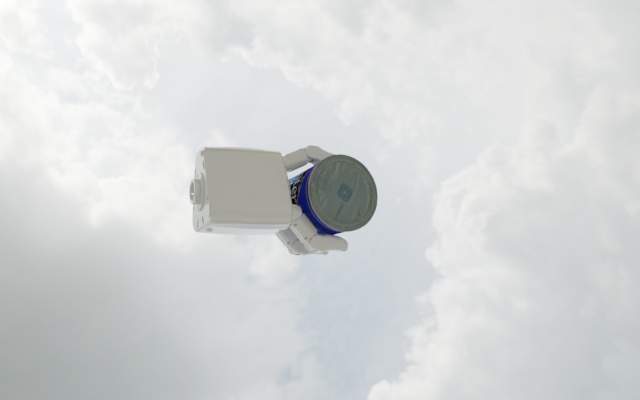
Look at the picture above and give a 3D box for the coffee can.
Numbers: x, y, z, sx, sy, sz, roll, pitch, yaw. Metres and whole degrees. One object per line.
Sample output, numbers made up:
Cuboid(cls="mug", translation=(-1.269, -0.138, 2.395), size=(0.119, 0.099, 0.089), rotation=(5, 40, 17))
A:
Cuboid(cls="coffee can", translation=(0.000, 0.002, 0.679), size=(0.103, 0.103, 0.140), rotation=(0, -11, -28))
